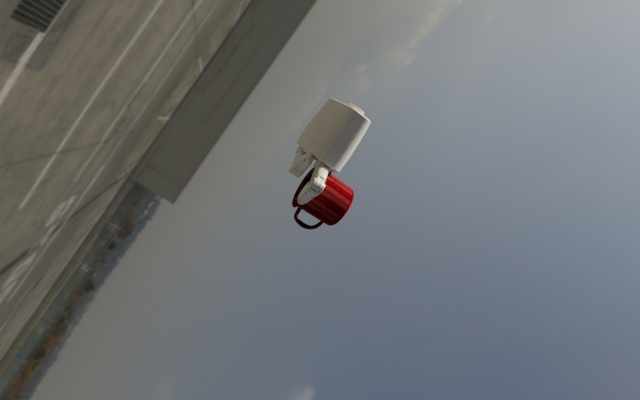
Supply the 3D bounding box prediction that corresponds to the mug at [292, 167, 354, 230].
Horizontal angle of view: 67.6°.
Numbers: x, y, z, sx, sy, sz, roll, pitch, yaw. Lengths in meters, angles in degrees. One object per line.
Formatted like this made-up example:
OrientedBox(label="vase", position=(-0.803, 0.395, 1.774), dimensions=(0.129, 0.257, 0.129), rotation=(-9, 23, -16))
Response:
OrientedBox(label="mug", position=(-0.001, 0.004, 0.876), dimensions=(0.081, 0.117, 0.093), rotation=(33, 7, -17))
